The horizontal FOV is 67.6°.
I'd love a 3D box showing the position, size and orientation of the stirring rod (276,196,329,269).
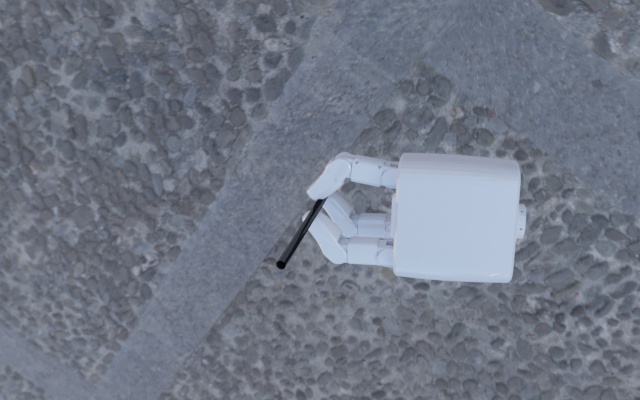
[{"bbox_3d":[0.000,0.001,0.480,0.011,0.011,0.239,0,24,17],"label":"stirring rod"}]
